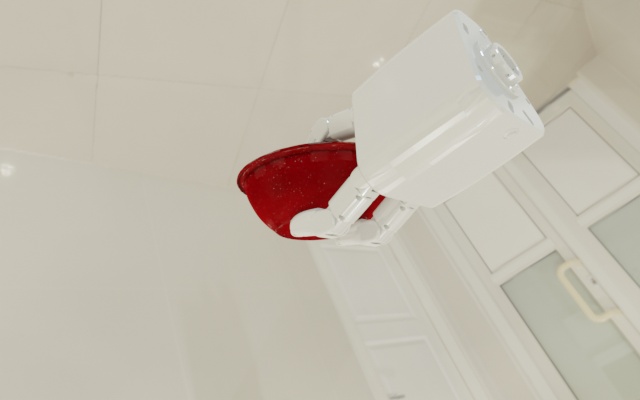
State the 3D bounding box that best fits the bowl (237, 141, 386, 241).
[{"bbox_3d":[-0.001,0.002,0.470,0.162,0.055,0.162,-5,-18,-2],"label":"bowl"}]
